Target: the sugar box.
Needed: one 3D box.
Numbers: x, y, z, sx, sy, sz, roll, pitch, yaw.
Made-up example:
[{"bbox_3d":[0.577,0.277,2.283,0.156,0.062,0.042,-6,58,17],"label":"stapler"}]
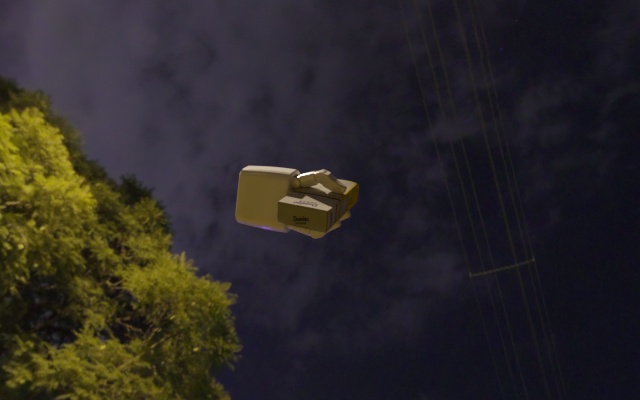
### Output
[{"bbox_3d":[0.000,0.003,0.861,0.093,0.048,0.176,11,23,19],"label":"sugar box"}]
